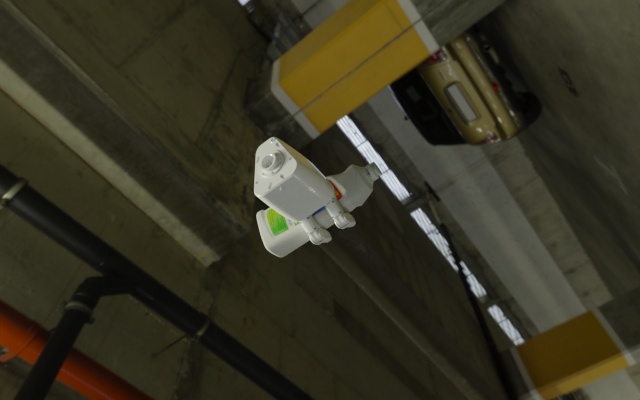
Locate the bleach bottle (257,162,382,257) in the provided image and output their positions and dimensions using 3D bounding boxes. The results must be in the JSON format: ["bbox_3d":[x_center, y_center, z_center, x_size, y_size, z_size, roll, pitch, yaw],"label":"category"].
[{"bbox_3d":[0.000,0.003,0.889,0.251,0.102,0.068,-34,-39,17],"label":"bleach bottle"}]
